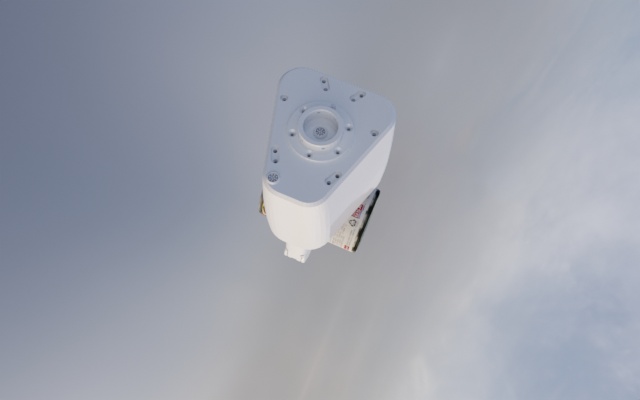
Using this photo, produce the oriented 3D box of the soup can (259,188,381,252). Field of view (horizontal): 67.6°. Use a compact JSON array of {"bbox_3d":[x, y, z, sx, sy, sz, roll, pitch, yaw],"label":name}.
[{"bbox_3d":[0.000,0.002,0.470,0.102,0.068,0.068,22,3,7],"label":"soup can"}]
